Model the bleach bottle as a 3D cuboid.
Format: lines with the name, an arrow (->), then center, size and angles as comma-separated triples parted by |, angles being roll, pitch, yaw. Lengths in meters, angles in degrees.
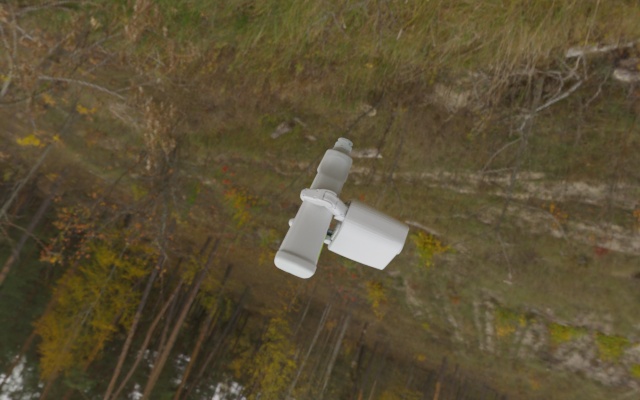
bleach bottle -> 0.000, 0.003, 0.813 | 0.068, 0.250, 0.102 | 23, -17, -2
